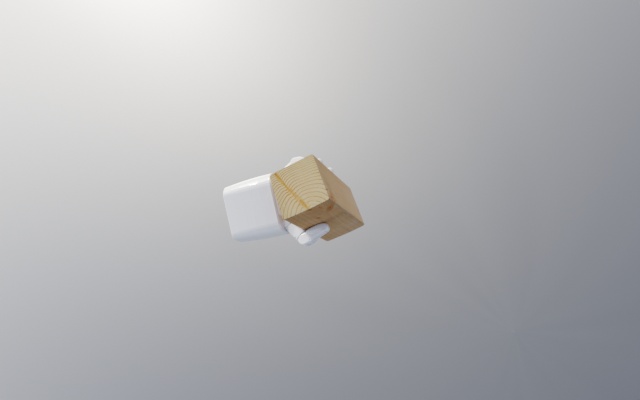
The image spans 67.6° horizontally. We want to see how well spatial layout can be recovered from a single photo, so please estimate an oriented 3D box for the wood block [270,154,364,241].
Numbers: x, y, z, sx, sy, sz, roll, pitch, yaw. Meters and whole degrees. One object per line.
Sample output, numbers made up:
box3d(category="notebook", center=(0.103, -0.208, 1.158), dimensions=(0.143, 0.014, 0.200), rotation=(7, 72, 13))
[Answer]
box3d(category="wood block", center=(0.000, 0.003, 0.893), dimensions=(0.090, 0.090, 0.206), rotation=(-25, -22, 14))
